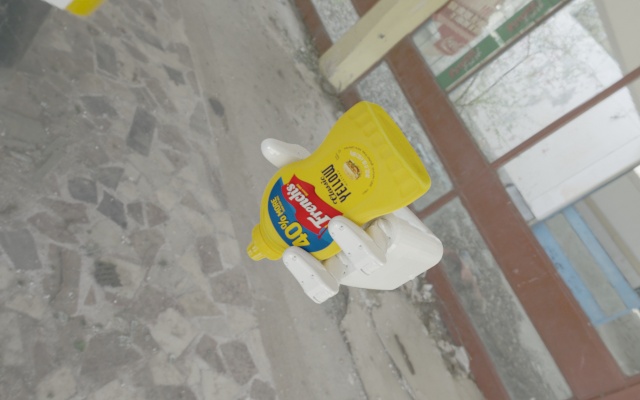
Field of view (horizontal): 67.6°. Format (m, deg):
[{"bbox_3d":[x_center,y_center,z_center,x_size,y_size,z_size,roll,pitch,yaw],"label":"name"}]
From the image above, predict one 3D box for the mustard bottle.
[{"bbox_3d":[0.000,0.001,0.448,0.192,0.096,0.058,-37,-11,25],"label":"mustard bottle"}]
